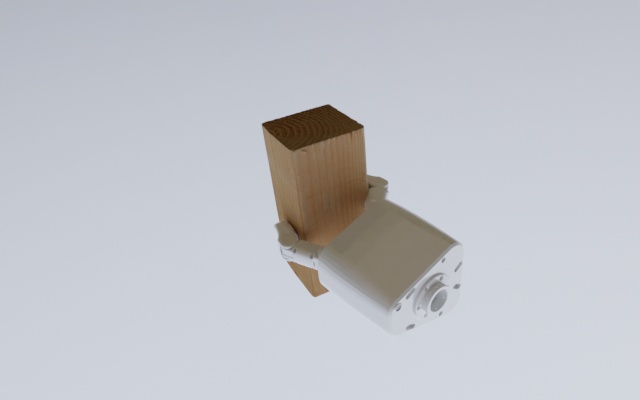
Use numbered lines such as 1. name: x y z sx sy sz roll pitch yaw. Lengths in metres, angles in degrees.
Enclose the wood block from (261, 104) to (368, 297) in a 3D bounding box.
1. wood block: 0.000 0.002 0.582 0.091 0.206 0.090 -20 35 -19
